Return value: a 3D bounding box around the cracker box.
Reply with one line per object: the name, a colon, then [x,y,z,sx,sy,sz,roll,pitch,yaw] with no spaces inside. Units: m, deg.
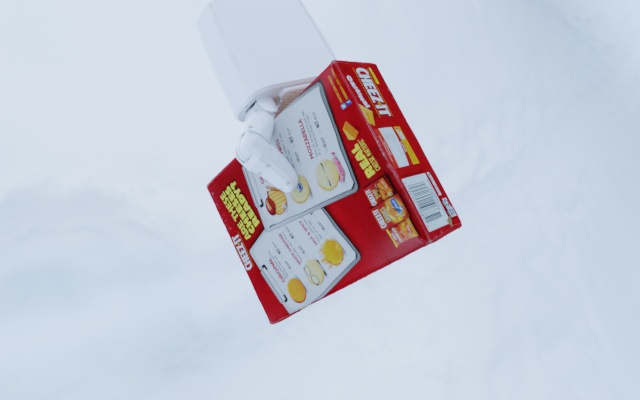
cracker box: [0.000,0.001,0.449,0.072,0.164,0.214,-15,-16,-48]
